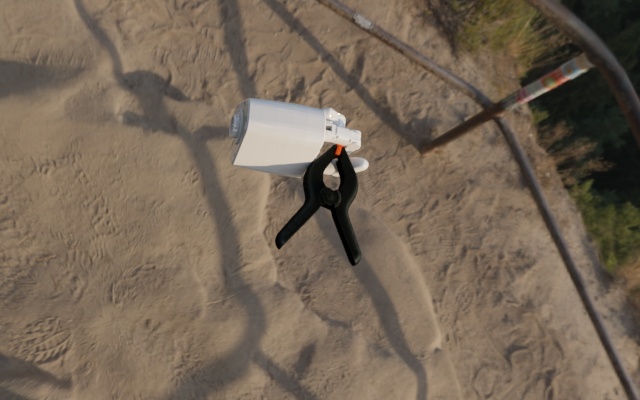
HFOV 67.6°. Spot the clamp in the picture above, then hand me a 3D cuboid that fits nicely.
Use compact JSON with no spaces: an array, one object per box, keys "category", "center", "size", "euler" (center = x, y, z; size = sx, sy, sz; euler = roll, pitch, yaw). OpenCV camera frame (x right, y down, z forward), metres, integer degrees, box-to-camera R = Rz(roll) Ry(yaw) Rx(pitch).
[{"category":"clamp","center":[0.000,0.002,0.662],"size":[0.120,0.171,0.039],"euler":[7,-16,-20]}]
